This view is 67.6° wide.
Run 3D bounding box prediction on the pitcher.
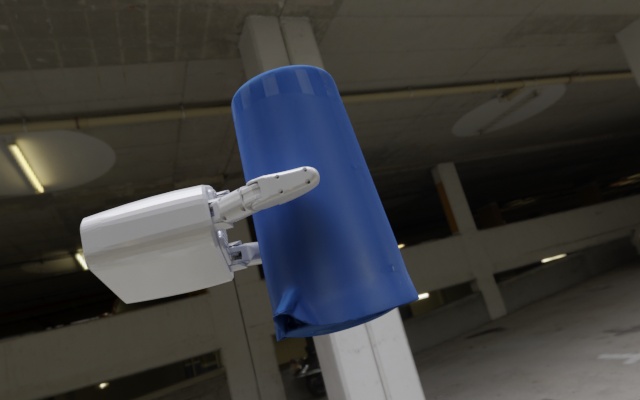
[{"bbox_3d":[0.000,0.002,0.464,0.145,0.242,0.149,-15,-13,-6],"label":"pitcher"}]
